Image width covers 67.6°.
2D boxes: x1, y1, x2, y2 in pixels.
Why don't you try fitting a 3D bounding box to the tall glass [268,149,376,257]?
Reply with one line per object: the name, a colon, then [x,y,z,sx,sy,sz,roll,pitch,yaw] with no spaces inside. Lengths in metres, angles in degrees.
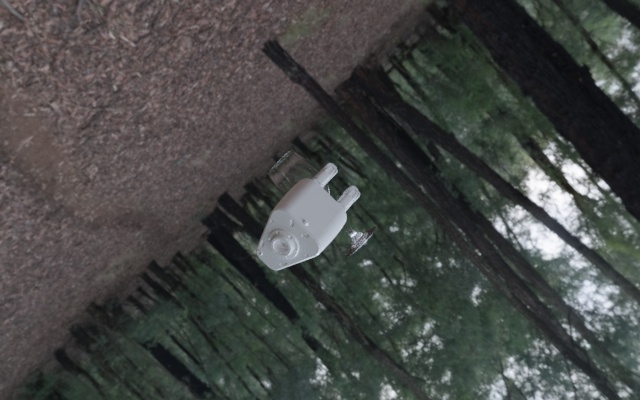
tall glass: [0.001,0.003,0.832,0.201,0.079,0.079,45,2,-2]
